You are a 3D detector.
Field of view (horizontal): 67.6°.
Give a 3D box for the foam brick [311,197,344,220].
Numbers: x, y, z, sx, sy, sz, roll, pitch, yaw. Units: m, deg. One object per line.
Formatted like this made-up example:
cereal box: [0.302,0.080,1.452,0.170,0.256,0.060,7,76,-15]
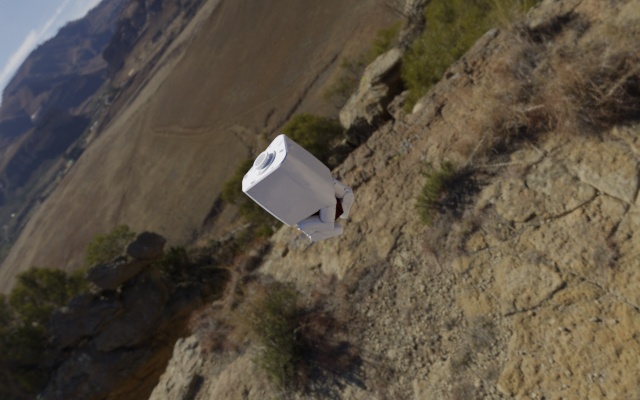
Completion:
foam brick: [0.000,0.003,0.836,0.051,0.053,0.078,37,21,-28]
